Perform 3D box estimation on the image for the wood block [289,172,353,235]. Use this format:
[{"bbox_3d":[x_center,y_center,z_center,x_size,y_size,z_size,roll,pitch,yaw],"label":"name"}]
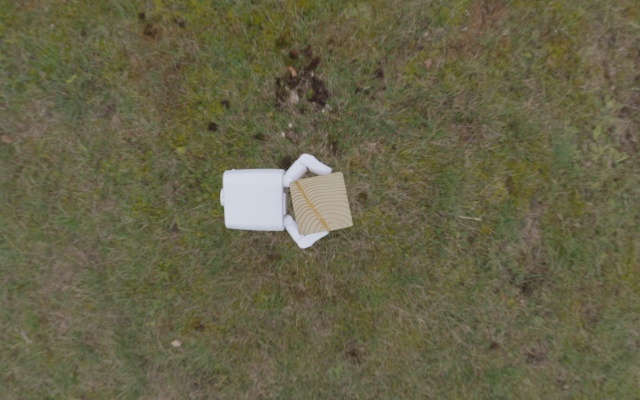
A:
[{"bbox_3d":[0.000,0.003,0.860,0.090,0.091,0.206,-11,2,0],"label":"wood block"}]
